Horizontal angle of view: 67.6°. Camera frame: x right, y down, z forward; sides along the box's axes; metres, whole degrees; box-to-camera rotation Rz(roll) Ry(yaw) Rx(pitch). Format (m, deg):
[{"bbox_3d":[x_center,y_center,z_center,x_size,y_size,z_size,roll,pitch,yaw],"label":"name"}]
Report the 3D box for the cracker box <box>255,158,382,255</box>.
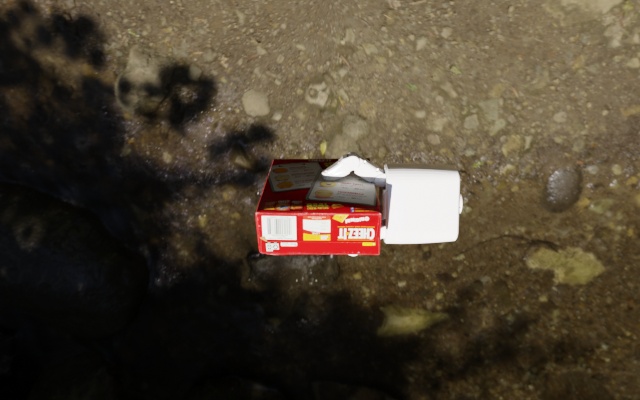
[{"bbox_3d":[0.000,0.002,0.715,0.164,0.072,0.213,0,24,1],"label":"cracker box"}]
